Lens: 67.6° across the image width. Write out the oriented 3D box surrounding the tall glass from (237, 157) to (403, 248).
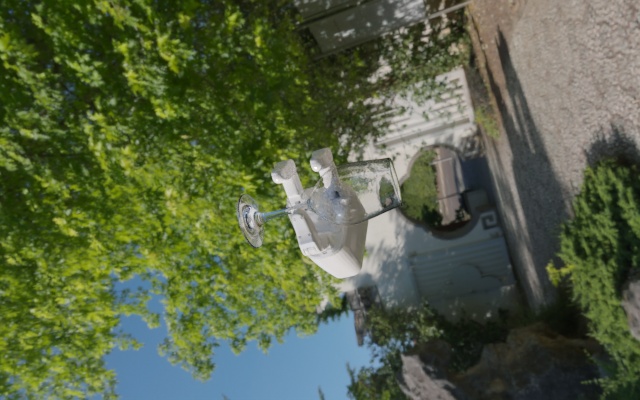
[{"bbox_3d":[-0.001,0.002,0.610,0.201,0.079,0.079,-16,-4,15],"label":"tall glass"}]
